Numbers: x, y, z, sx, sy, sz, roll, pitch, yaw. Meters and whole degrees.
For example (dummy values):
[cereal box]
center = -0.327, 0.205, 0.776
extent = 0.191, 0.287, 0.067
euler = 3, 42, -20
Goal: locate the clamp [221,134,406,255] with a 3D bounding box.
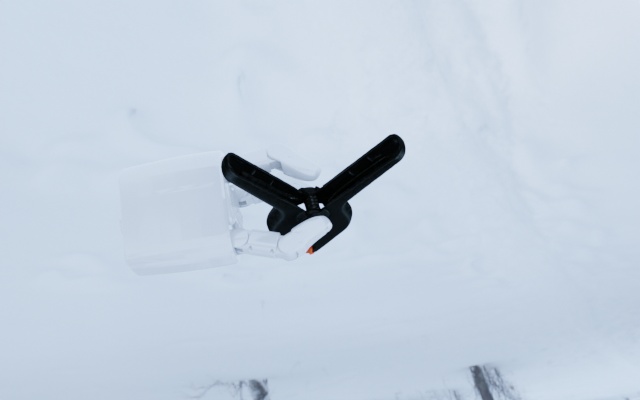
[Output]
[clamp]
center = 0.000, 0.003, 0.497
extent = 0.164, 0.036, 0.210
euler = -10, -28, -2
